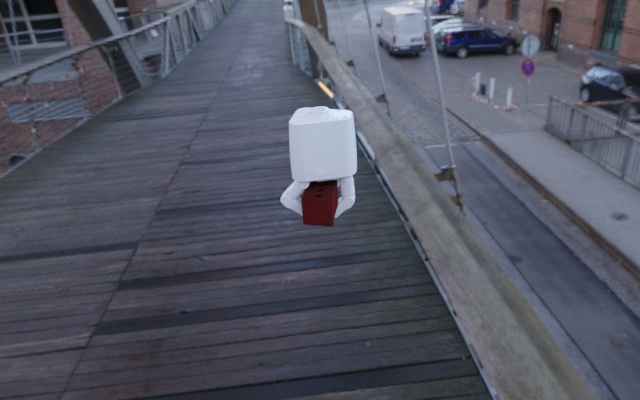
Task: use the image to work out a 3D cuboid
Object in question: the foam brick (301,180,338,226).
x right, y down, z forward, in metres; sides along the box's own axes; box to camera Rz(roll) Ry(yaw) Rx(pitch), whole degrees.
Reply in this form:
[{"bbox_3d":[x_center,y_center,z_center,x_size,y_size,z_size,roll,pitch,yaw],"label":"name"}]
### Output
[{"bbox_3d":[0.000,0.003,0.832,0.053,0.051,0.078,1,28,9],"label":"foam brick"}]
